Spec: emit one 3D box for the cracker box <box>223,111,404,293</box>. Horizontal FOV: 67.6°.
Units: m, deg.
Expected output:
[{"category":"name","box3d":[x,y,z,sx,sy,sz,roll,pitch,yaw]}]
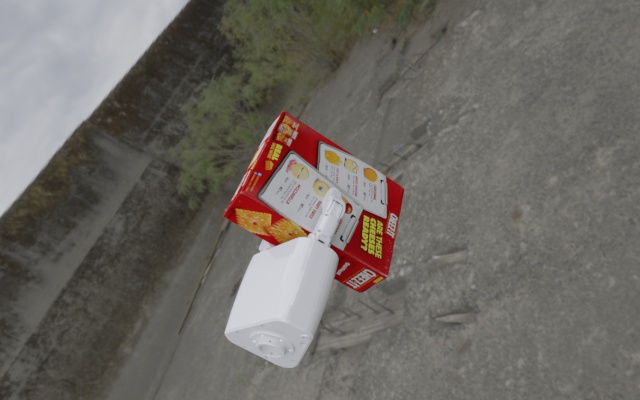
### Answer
[{"category":"cracker box","box3d":[0.000,0.002,0.647,0.214,0.164,0.072,31,-42,-14]}]
